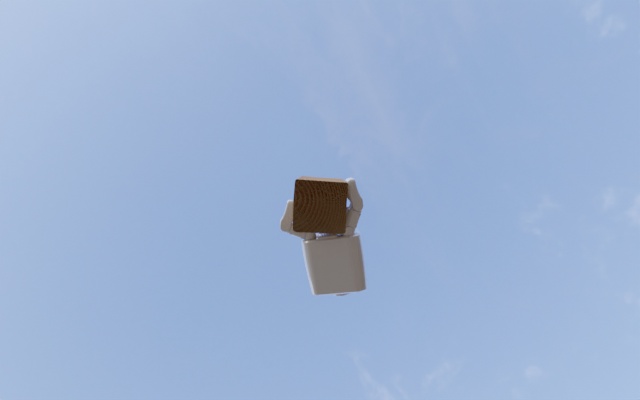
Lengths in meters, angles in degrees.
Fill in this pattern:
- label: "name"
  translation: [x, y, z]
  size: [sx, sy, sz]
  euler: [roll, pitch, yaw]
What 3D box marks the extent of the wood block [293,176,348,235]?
- label: "wood block"
  translation: [0.000, 0.003, 0.892]
  size: [0.091, 0.090, 0.206]
  euler: [3, 4, 0]
